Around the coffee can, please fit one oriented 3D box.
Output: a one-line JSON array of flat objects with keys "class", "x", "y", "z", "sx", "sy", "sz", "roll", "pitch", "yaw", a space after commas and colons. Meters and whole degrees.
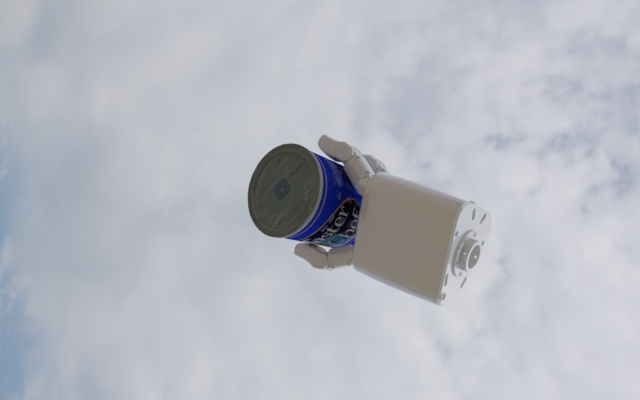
[{"class": "coffee can", "x": 0.000, "y": 0.002, "z": 0.560, "sx": 0.103, "sy": 0.103, "sz": 0.140, "roll": 0, "pitch": -11, "yaw": 38}]
